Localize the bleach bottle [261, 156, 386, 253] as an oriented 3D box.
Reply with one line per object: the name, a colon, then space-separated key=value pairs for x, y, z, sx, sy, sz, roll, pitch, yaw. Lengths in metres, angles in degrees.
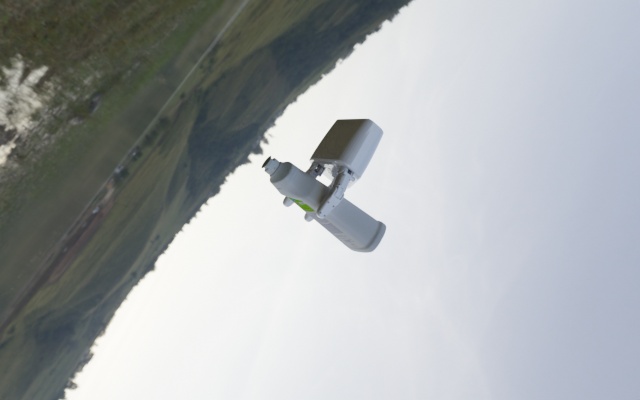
bleach bottle: x=0.000 y=0.003 z=0.885 sx=0.251 sy=0.068 sz=0.102 roll=38 pitch=-19 yaw=-21
